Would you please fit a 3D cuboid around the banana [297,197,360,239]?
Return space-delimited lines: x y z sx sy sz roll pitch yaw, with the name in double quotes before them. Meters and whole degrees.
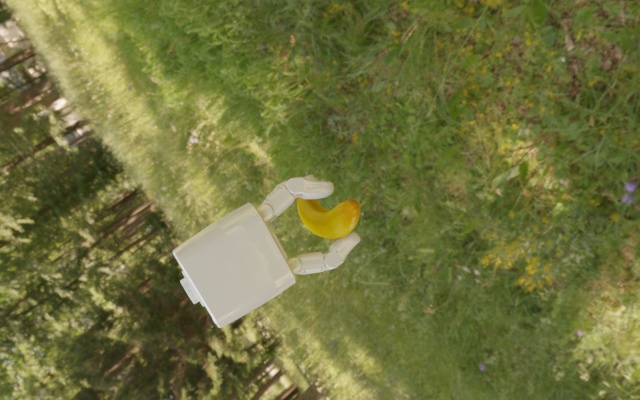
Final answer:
"banana" 0.005 0.018 0.633 0.037 0.070 0.197 -26 19 -17
